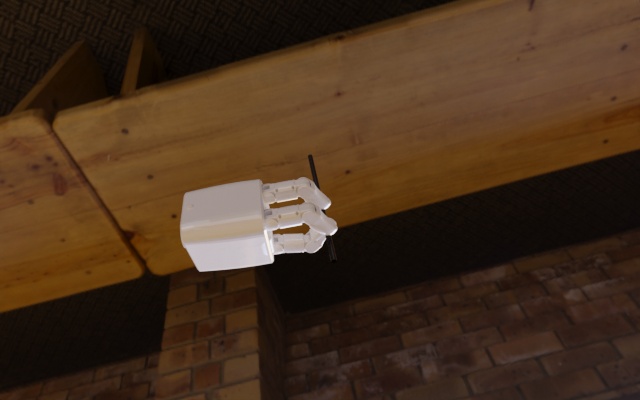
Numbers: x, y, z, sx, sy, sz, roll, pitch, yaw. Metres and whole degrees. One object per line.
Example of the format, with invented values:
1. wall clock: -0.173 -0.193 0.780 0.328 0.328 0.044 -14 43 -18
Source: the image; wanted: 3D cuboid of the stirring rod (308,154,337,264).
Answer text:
1. stirring rod: 0.000 0.002 0.691 0.011 0.011 0.239 0 38 -10
